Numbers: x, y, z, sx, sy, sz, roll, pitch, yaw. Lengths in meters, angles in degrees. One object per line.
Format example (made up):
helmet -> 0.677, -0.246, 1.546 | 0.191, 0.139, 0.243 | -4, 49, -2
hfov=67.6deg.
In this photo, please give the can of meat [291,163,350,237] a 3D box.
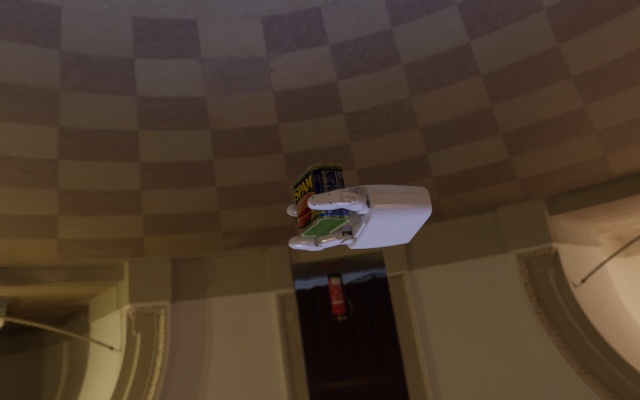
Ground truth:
can of meat -> 0.000, 0.003, 0.719 | 0.057, 0.084, 0.102 | 0, -19, -26
